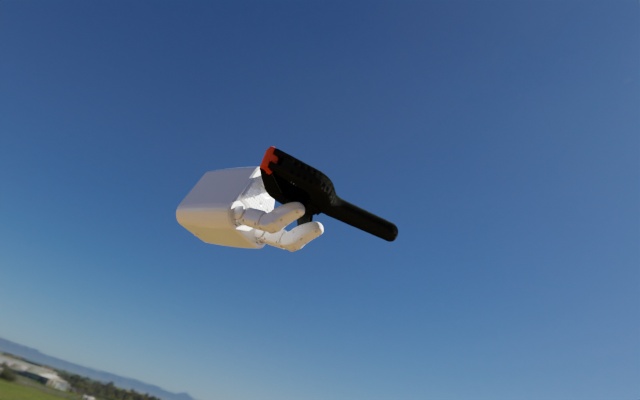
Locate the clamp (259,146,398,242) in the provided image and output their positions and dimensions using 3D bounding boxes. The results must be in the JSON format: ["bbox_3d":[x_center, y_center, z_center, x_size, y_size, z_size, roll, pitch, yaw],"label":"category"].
[{"bbox_3d":[0.000,0.001,0.627,0.164,0.036,0.210,0,-31,30],"label":"clamp"}]
